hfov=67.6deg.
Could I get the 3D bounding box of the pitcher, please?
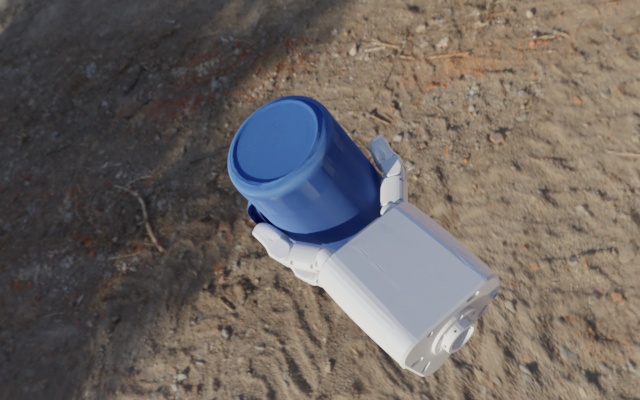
[{"bbox_3d":[0.000,0.002,0.518,0.145,0.149,0.243,45,-1,38],"label":"pitcher"}]
